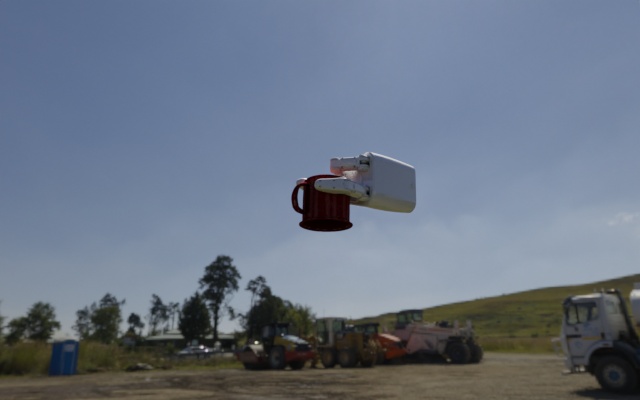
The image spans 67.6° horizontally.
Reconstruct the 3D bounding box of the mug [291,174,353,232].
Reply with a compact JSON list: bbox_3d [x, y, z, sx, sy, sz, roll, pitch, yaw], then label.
[{"bbox_3d":[-0.001,0.002,0.823,0.117,0.081,0.093,12,-20,-33],"label":"mug"}]
